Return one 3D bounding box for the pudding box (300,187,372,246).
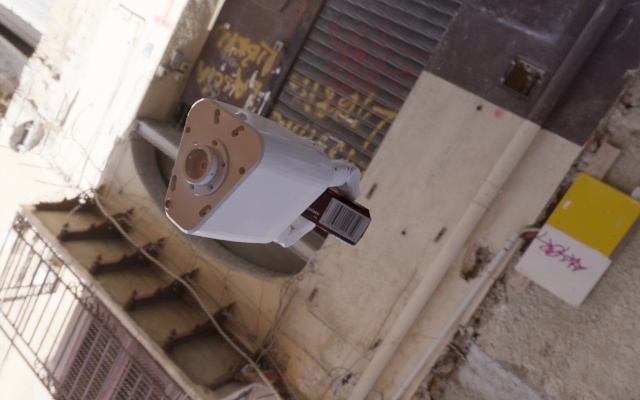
[{"bbox_3d":[0.000,0.002,0.534,0.113,0.039,0.090,32,7,1],"label":"pudding box"}]
